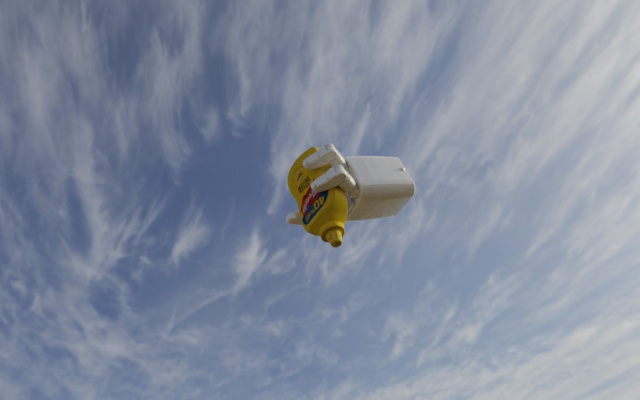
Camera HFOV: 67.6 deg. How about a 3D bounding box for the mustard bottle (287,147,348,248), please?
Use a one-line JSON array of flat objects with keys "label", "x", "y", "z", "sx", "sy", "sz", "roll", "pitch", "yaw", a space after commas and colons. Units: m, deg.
[{"label": "mustard bottle", "x": 0.000, "y": 0.002, "z": 0.809, "sx": 0.058, "sy": 0.191, "sz": 0.096, "roll": 18, "pitch": -55, "yaw": -36}]
